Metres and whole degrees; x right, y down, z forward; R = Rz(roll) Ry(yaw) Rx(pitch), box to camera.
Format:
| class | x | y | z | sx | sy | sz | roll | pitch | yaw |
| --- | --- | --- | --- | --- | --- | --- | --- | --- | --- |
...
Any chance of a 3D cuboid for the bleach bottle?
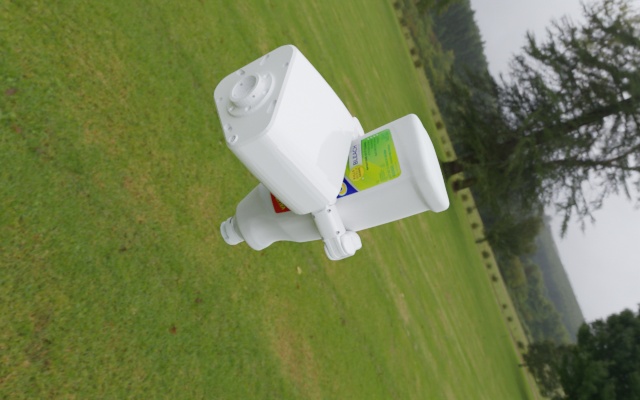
| class | x | y | z | sx | sy | sz | roll | pitch | yaw |
| --- | --- | --- | --- | --- | --- | --- | --- | --- | --- |
| bleach bottle | 0.000 | 0.002 | 0.509 | 0.251 | 0.102 | 0.068 | -22 | -41 | 22 |
